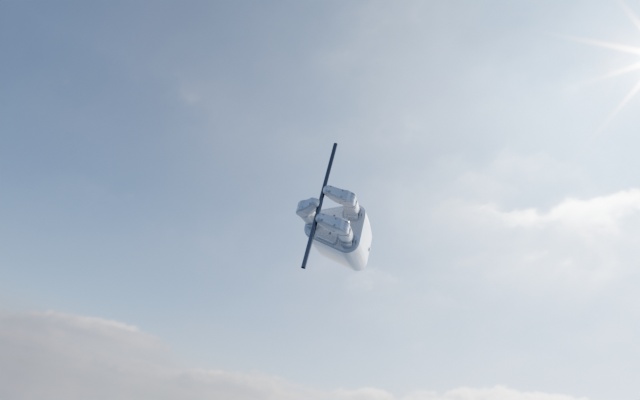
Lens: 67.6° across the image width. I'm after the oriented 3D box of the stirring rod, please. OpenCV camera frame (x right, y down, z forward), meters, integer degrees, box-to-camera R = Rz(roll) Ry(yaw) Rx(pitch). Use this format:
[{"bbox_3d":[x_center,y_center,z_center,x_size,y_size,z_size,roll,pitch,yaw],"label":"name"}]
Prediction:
[{"bbox_3d":[0.000,0.003,0.811,0.011,0.239,0.011,12,-26,6],"label":"stirring rod"}]
